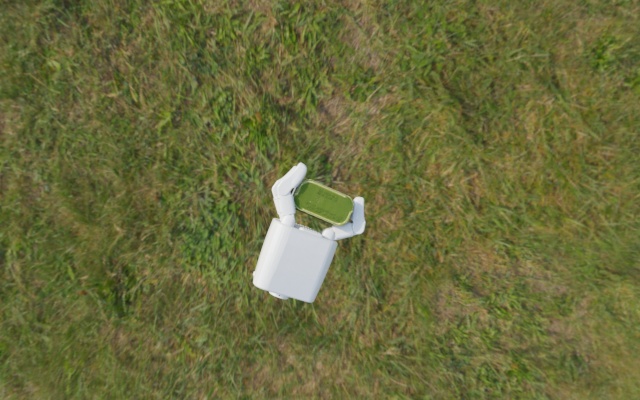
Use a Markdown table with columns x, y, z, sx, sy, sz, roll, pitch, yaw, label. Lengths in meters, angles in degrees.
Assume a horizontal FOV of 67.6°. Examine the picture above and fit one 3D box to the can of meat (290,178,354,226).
| x | y | z | sx | sy | sz | roll | pitch | yaw | label |
| --- | --- | --- | --- | --- | --- | --- | --- | --- | --- |
| 0.000 | 0.003 | 0.785 | 0.102 | 0.057 | 0.084 | 23 | -1 | -8 | can of meat |
